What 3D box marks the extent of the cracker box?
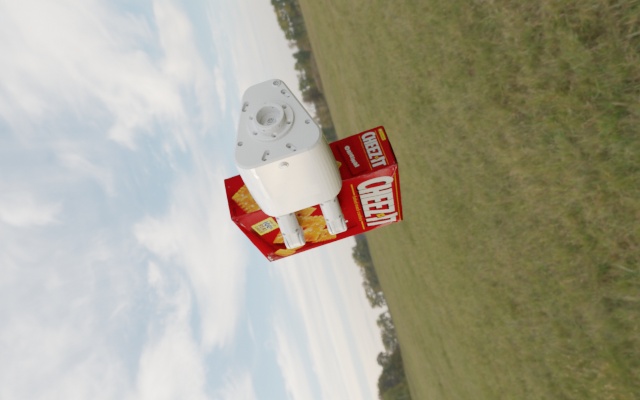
[{"bbox_3d":[0.000,0.002,0.651,0.214,0.072,0.164,-18,-29,3],"label":"cracker box"}]
